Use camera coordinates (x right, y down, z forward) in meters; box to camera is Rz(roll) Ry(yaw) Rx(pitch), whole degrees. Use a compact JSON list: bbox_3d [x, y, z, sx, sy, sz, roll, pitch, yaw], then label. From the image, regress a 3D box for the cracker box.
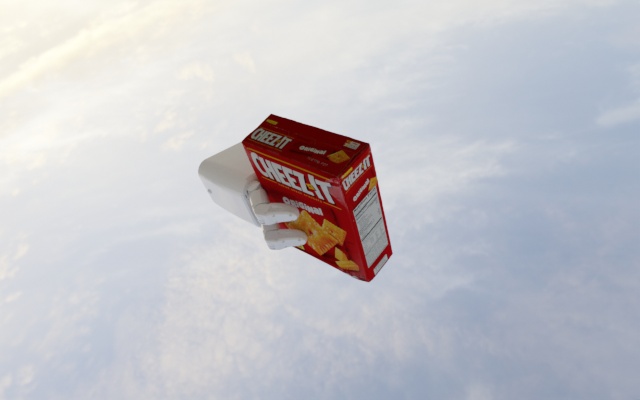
[{"bbox_3d":[0.000,0.002,0.650,0.164,0.214,0.072,22,58,34],"label":"cracker box"}]
